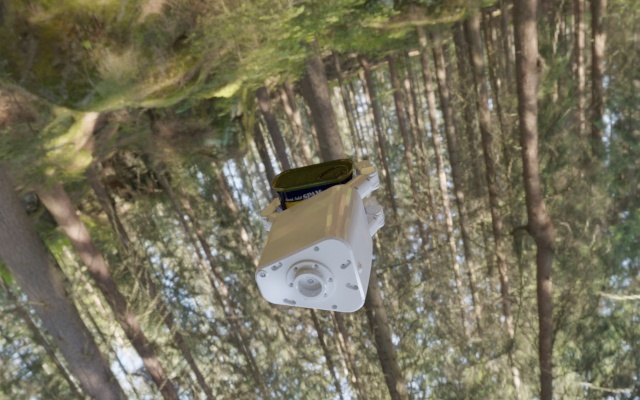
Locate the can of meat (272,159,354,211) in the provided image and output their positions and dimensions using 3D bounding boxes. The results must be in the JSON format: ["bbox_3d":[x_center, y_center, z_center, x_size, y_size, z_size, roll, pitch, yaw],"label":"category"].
[{"bbox_3d":[0.000,0.002,0.607,0.102,0.084,0.057,-11,25,10],"label":"can of meat"}]
